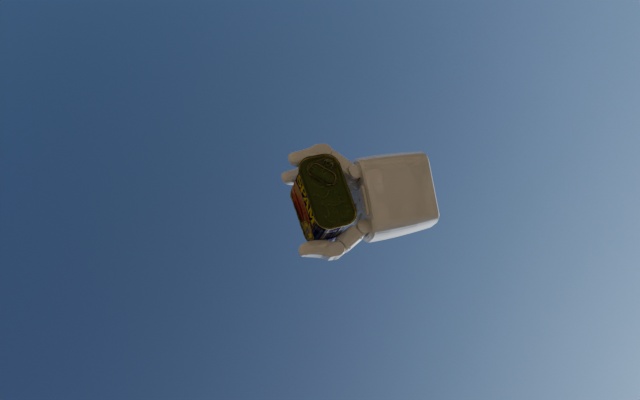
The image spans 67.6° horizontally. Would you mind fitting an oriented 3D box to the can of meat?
[{"bbox_3d":[0.000,0.002,0.640,0.057,0.102,0.084,-13,-18,-18],"label":"can of meat"}]
